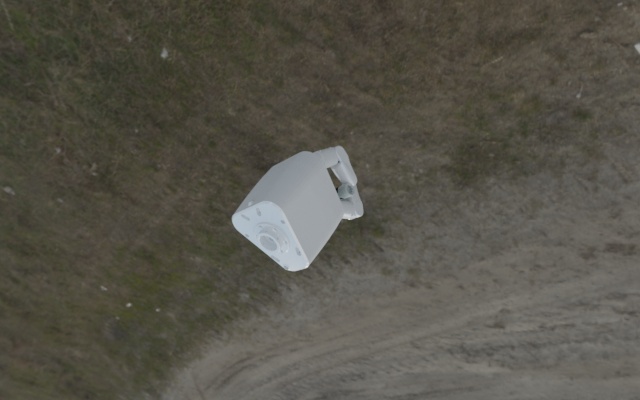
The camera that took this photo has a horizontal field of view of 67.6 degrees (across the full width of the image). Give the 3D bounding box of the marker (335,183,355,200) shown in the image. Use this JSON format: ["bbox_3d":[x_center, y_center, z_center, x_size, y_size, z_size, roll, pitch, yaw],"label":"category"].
[{"bbox_3d":[0.000,0.002,0.693,0.020,0.020,0.121,0,-17,-45],"label":"marker"}]
